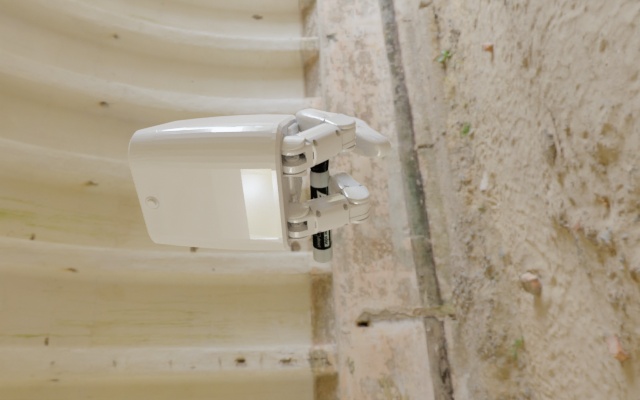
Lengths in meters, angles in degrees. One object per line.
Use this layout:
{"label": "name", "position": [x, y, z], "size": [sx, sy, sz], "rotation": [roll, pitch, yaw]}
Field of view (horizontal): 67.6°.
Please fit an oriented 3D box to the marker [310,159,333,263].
{"label": "marker", "position": [0.000, 0.001, 0.415], "size": [0.020, 0.121, 0.020], "rotation": [-2, 31, 1]}
